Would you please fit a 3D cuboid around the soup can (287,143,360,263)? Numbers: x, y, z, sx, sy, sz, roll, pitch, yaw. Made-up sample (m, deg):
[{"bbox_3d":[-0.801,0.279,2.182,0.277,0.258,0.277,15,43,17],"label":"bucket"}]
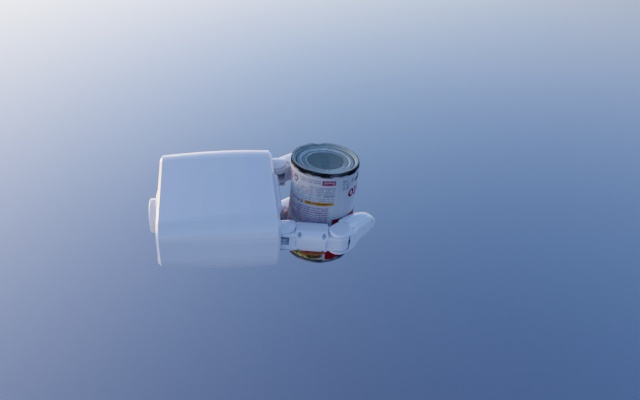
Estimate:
[{"bbox_3d":[0.001,0.001,0.478,0.068,0.102,0.068,4,32,-3],"label":"soup can"}]
